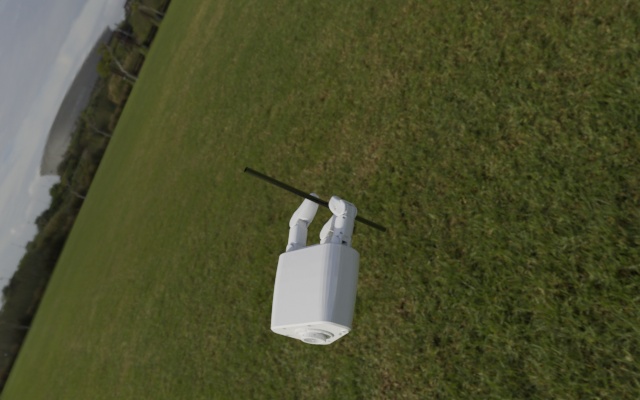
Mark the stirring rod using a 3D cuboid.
[{"bbox_3d":[0.000,0.002,0.682,0.239,0.011,0.011,24,-11,-27],"label":"stirring rod"}]
